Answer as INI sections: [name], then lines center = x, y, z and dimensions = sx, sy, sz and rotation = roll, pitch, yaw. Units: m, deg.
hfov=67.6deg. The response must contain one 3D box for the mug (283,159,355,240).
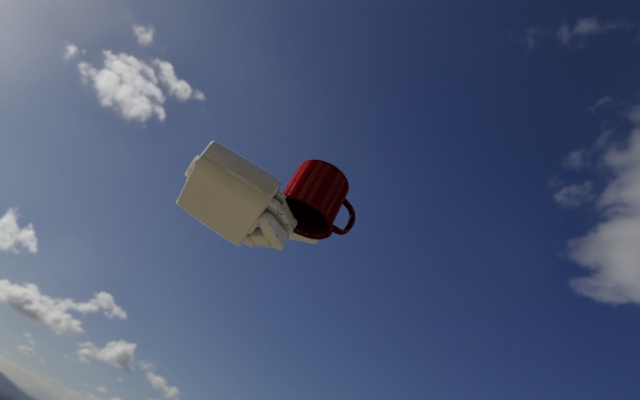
[mug]
center = 0.001, 0.003, 0.683
dimensions = 0.117, 0.081, 0.093
rotation = 33, -33, -7
